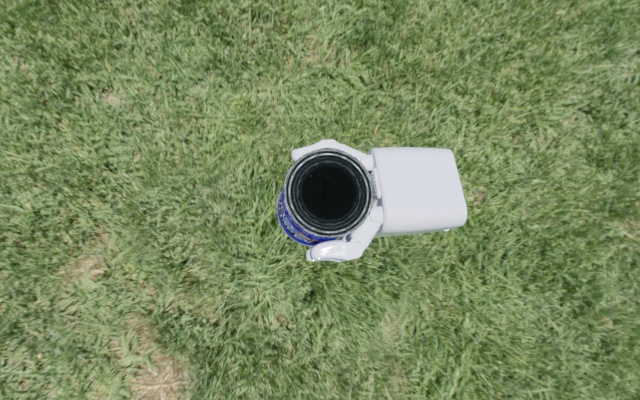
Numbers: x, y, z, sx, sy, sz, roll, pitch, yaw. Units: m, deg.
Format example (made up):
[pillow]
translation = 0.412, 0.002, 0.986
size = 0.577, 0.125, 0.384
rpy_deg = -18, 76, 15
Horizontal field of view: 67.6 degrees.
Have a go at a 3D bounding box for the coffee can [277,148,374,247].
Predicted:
[coffee can]
translation = 0.000, 0.002, 0.598
size = 0.103, 0.103, 0.140
rpy_deg = 0, -9, -8
